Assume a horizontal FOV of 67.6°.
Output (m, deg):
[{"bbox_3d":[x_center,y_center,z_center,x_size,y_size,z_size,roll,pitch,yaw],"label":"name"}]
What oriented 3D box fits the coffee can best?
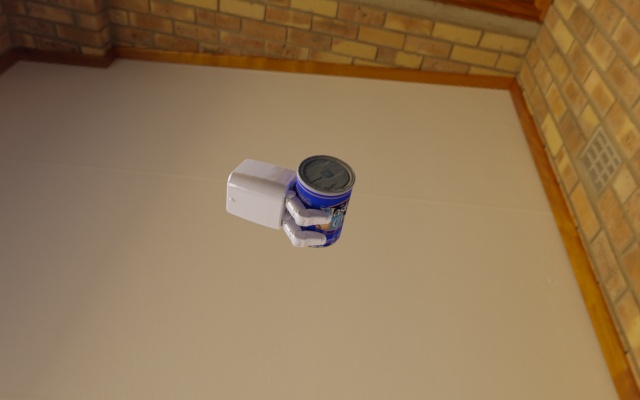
[{"bbox_3d":[0.000,0.003,0.875,0.103,0.140,0.102,7,42,-6],"label":"coffee can"}]
